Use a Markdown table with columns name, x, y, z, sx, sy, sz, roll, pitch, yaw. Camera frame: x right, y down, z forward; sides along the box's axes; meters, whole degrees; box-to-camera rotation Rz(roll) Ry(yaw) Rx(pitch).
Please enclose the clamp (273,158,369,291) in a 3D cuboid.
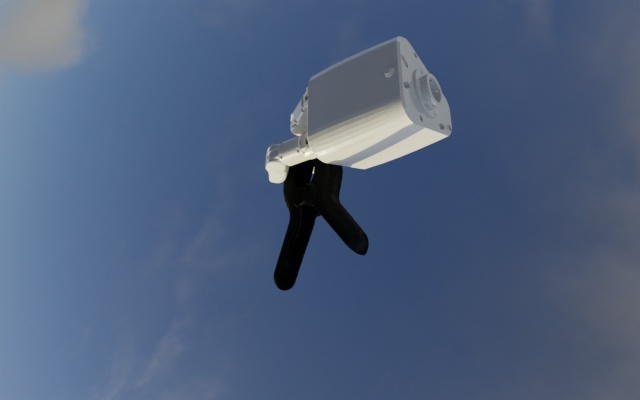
| name | x | y | z | sx | sy | sz | roll | pitch | yaw |
| --- | --- | --- | --- | --- | --- | --- | --- | --- | --- |
| clamp | 0.000 | 0.002 | 0.498 | 0.120 | 0.171 | 0.039 | -17 | -29 | 35 |
